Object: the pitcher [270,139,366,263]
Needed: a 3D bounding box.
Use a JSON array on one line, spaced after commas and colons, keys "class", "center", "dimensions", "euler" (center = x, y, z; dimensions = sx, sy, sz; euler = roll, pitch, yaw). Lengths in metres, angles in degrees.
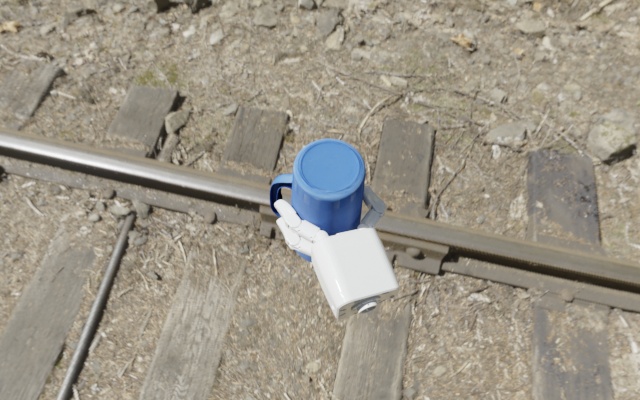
[{"class": "pitcher", "center": [0.000, 0.003, 0.803], "dimensions": [0.149, 0.145, 0.243], "euler": [-18, -26, -11]}]
